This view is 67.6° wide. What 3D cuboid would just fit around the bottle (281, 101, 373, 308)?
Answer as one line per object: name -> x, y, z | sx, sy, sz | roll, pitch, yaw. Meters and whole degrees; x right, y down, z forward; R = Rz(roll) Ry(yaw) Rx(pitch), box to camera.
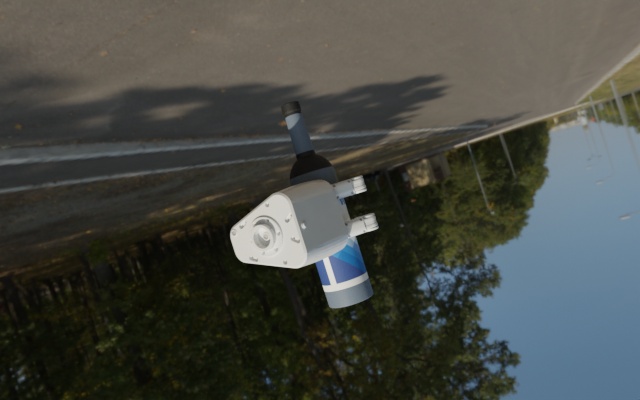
bottle -> 0.000, 0.002, 0.685 | 0.069, 0.295, 0.069 | -17, 0, 0
